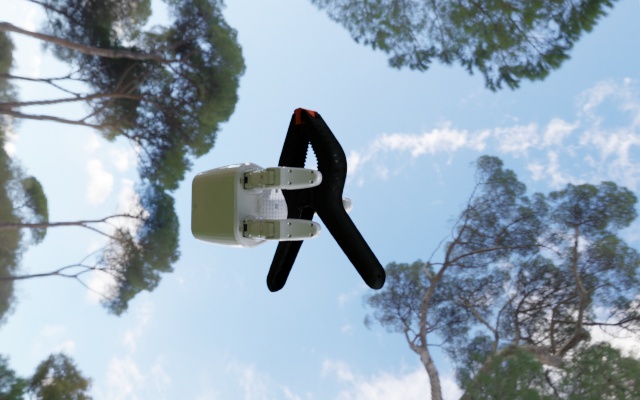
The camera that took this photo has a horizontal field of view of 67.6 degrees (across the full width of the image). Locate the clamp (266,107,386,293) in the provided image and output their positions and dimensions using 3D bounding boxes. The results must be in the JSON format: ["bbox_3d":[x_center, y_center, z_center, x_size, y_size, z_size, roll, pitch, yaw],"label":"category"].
[{"bbox_3d":[0.000,0.001,0.519,0.164,0.210,0.036,-2,-3,42],"label":"clamp"}]
